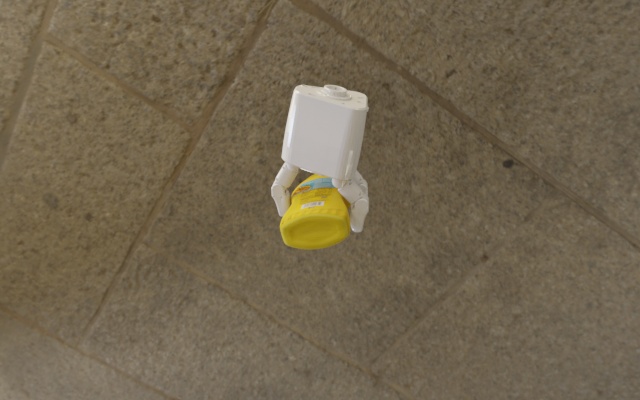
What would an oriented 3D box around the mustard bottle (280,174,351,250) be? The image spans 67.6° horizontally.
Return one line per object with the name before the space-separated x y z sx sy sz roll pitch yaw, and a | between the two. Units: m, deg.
mustard bottle | 0.000 0.003 0.736 0.096 0.058 0.191 -10 24 11
